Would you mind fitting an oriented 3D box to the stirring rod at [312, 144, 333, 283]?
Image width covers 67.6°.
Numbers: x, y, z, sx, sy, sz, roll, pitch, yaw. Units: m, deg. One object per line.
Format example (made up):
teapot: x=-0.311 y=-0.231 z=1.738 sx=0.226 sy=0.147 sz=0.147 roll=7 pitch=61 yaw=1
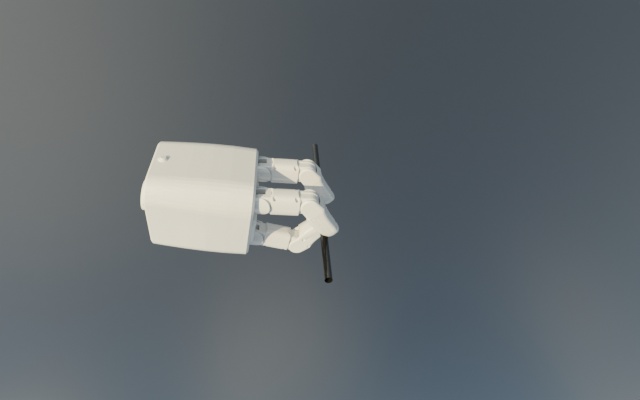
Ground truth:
stirring rod: x=0.000 y=0.002 z=0.557 sx=0.011 sy=0.011 sz=0.239 roll=0 pitch=39 yaw=-5
